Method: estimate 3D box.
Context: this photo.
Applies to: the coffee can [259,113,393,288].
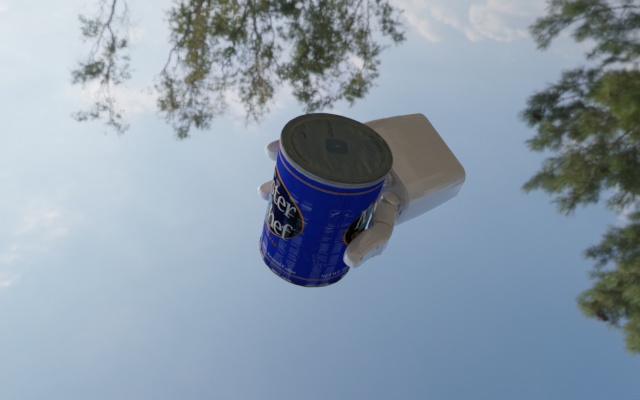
[{"bbox_3d":[0.000,0.002,0.466,0.103,0.140,0.102,10,41,-8],"label":"coffee can"}]
